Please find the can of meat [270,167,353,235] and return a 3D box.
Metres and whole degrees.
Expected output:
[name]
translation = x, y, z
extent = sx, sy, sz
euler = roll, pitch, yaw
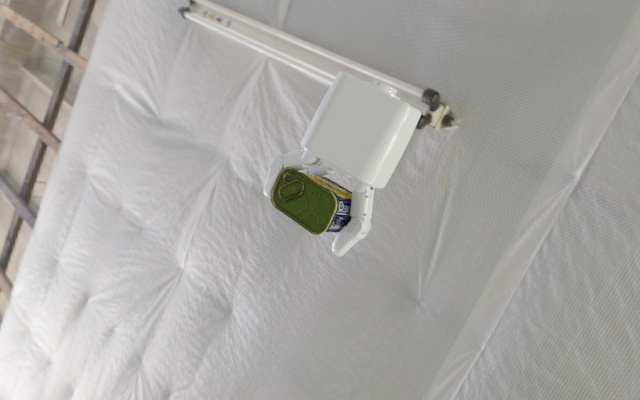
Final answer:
[can of meat]
translation = 0.000, 0.002, 0.625
extent = 0.102, 0.057, 0.084
euler = 33, 15, 32
